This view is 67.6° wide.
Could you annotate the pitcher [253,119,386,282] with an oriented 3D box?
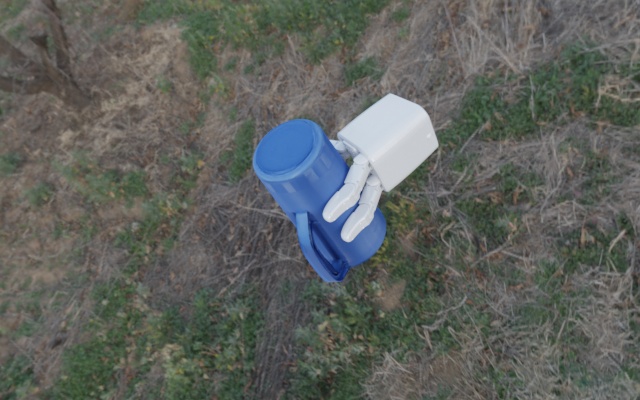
[{"bbox_3d":[0.000,0.002,0.720,0.149,0.145,0.243,48,-4,43],"label":"pitcher"}]
